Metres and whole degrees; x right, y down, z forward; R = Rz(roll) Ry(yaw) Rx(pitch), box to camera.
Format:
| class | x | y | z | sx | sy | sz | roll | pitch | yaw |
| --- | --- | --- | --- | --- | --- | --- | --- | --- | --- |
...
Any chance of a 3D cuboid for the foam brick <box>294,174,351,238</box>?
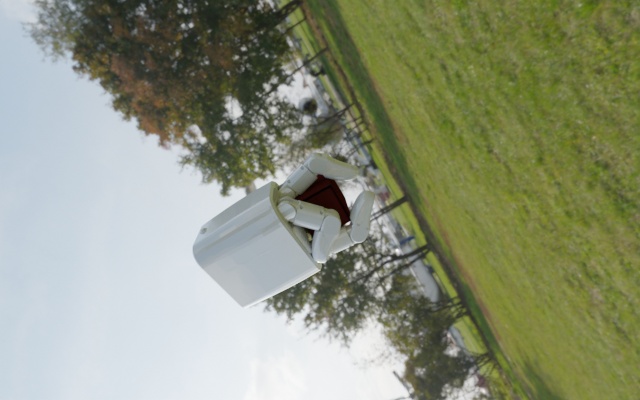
| class | x | y | z | sx | sy | sz | roll | pitch | yaw |
| --- | --- | --- | --- | --- | --- | --- | --- | --- | --- |
| foam brick | 0.000 | 0.002 | 0.575 | 0.051 | 0.053 | 0.078 | -30 | 18 | 7 |
